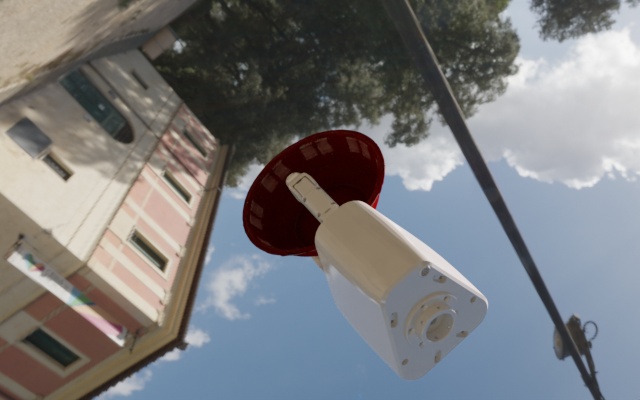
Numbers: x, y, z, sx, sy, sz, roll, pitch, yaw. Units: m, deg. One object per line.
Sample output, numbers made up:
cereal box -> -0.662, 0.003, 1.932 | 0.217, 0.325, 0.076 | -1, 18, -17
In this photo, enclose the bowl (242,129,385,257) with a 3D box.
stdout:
bowl -> 0.000, 0.001, 0.504 | 0.162, 0.162, 0.055 | 0, -36, 33
